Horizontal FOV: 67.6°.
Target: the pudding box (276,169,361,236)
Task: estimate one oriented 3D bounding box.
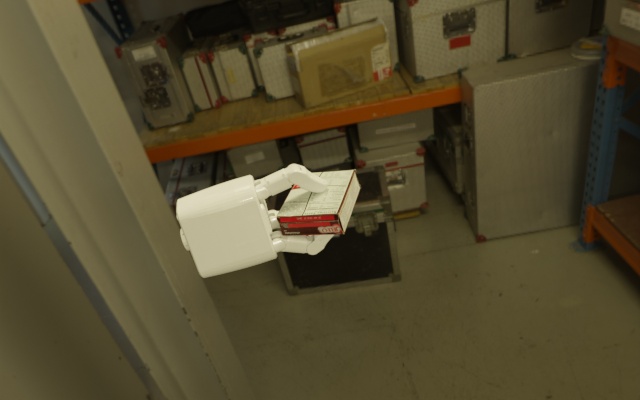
[{"bbox_3d":[0.000,0.002,0.665,0.090,0.039,0.113,-2,36,21],"label":"pudding box"}]
